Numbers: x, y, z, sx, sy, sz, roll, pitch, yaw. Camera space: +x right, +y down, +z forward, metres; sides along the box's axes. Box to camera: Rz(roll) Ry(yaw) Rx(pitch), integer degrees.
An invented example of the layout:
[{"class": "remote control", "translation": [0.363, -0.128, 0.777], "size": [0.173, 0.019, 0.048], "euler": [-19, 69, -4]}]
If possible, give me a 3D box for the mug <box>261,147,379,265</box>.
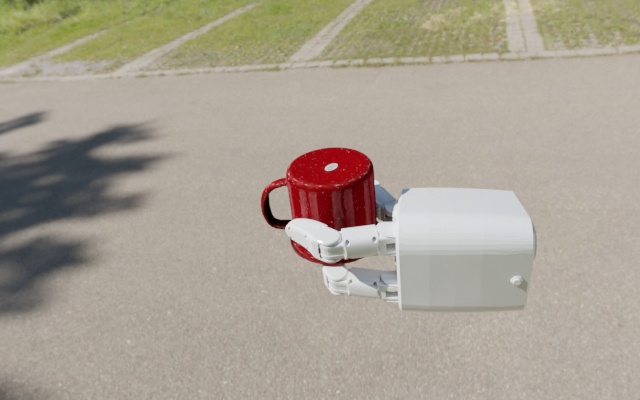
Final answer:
[{"class": "mug", "translation": [-0.001, 0.001, 0.460], "size": [0.117, 0.081, 0.093], "euler": [-1, 32, 9]}]
